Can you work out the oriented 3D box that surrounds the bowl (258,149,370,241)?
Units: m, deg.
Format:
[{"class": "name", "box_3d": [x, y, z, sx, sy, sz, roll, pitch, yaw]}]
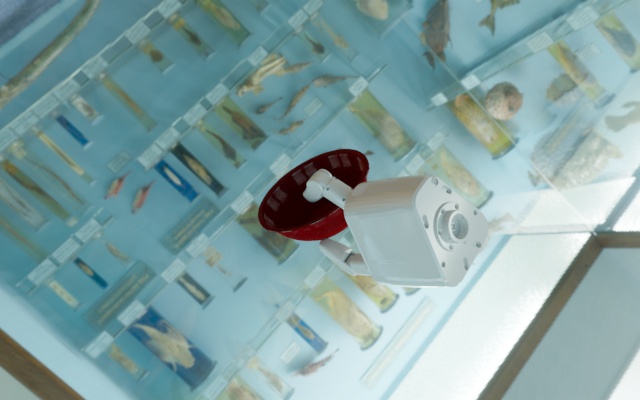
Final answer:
[{"class": "bowl", "box_3d": [0.000, 0.002, 0.630, 0.162, 0.055, 0.162, -23, 31, 15]}]
